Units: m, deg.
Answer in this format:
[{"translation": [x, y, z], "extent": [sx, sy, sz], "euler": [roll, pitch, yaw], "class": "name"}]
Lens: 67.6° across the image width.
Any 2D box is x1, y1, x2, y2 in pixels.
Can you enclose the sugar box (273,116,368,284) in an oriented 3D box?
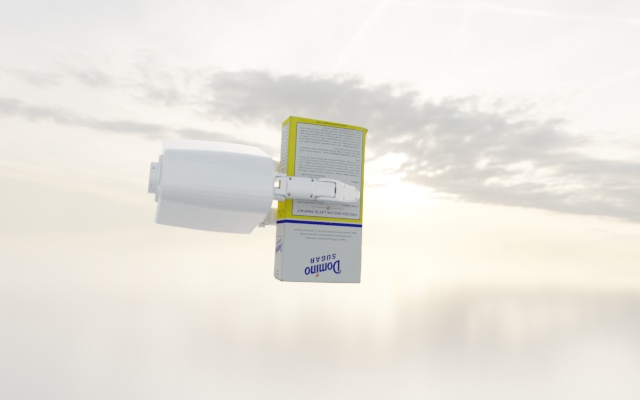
[{"translation": [0.000, 0.002, 0.530], "extent": [0.093, 0.176, 0.048], "euler": [5, -4, -18], "class": "sugar box"}]
